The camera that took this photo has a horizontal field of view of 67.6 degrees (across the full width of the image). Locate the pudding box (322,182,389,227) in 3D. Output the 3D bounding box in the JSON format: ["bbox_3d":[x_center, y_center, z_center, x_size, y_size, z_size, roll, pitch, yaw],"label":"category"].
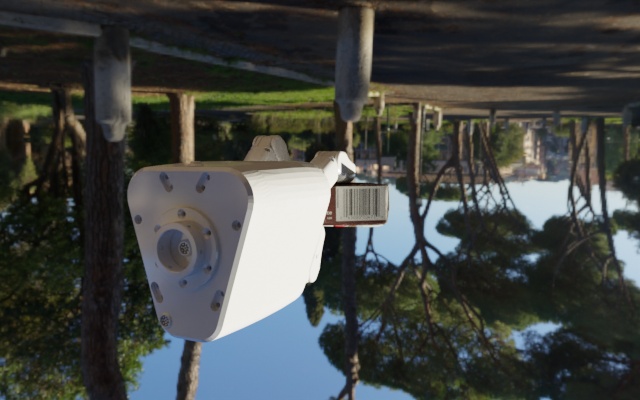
[{"bbox_3d":[0.000,0.002,0.449,0.113,0.039,0.090,1,4,-5],"label":"pudding box"}]
